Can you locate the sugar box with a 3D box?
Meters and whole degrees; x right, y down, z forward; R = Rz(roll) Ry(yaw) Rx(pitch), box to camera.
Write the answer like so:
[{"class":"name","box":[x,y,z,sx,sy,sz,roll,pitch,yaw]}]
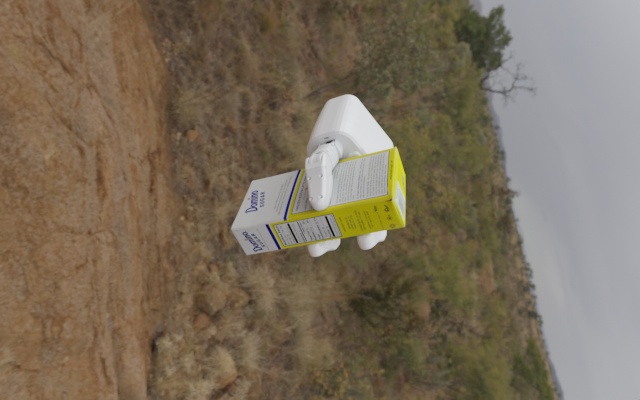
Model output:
[{"class":"sugar box","box":[0.000,0.002,0.512,0.176,0.048,0.093,-14,34,20]}]
